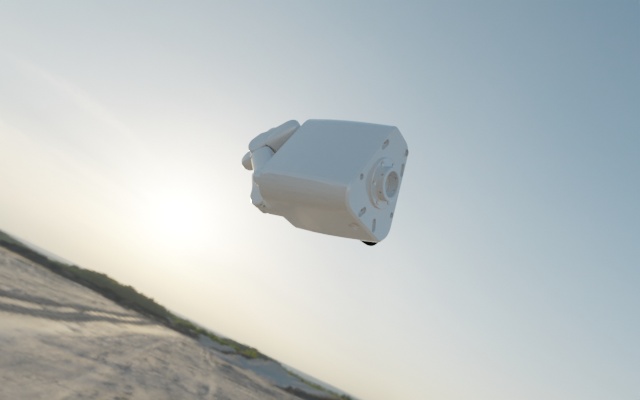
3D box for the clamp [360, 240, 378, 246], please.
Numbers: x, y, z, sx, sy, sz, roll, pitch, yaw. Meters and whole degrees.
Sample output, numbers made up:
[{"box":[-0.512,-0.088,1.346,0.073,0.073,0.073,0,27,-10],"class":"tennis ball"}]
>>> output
[{"box":[0.000,0.001,0.582,0.120,0.039,0.171,10,-24,37],"class":"clamp"}]
